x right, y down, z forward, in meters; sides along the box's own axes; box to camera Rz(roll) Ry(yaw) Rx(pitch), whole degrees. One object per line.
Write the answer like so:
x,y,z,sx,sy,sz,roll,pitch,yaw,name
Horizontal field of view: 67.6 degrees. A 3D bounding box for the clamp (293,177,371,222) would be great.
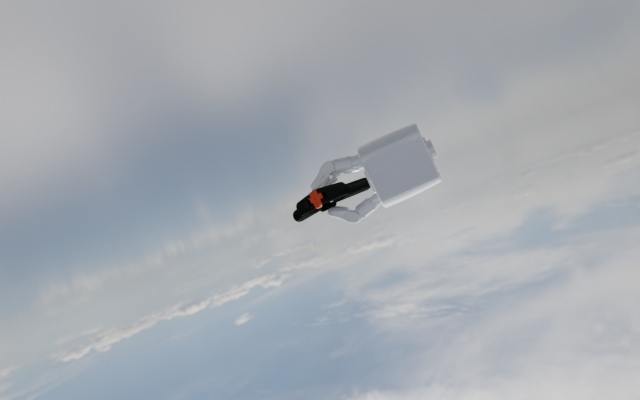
0.001,0.003,0.841,0.164,0.036,0.210,-27,-5,15,clamp
